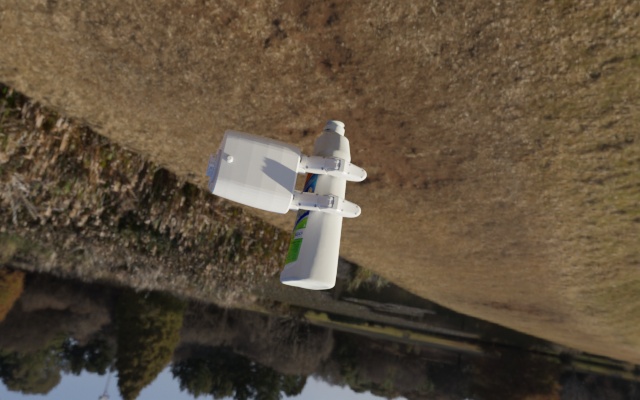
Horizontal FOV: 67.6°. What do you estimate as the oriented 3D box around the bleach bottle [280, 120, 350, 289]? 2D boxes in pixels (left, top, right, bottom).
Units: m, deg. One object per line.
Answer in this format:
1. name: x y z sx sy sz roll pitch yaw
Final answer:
1. bleach bottle: 0.000 0.002 0.716 0.068 0.250 0.102 14 -16 -17
